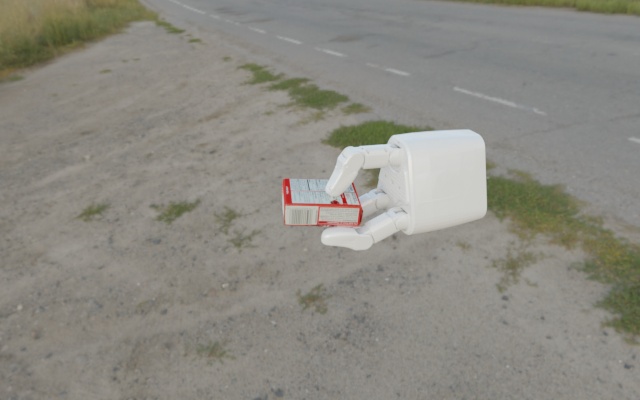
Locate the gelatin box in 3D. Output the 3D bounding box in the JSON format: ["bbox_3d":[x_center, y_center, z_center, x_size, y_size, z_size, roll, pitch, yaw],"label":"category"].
[{"bbox_3d":[0.000,0.001,0.562,0.089,0.030,0.073,2,26,-7],"label":"gelatin box"}]
